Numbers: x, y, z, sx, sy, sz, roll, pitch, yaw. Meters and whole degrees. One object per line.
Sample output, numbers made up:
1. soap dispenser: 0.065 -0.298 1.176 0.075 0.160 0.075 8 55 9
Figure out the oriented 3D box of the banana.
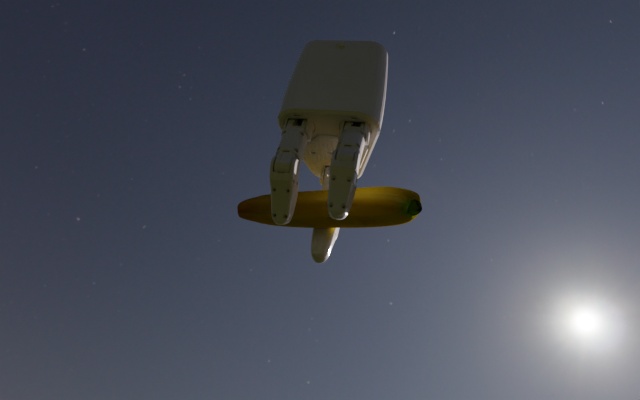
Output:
1. banana: 0.013 0.005 0.447 0.198 0.037 0.070 -4 -14 35
